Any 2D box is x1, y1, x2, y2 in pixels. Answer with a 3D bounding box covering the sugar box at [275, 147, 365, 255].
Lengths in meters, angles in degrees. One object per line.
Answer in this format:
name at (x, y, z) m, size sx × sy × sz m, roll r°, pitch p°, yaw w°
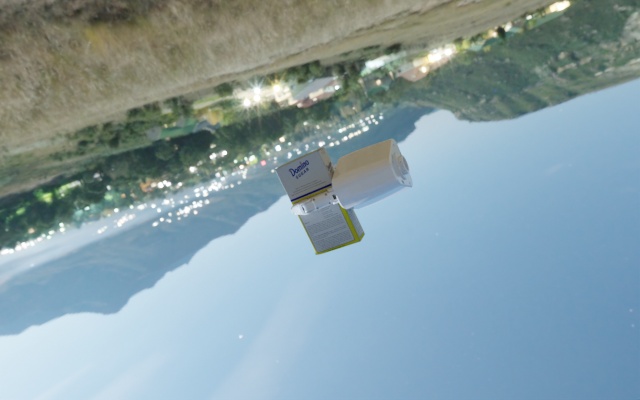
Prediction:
sugar box at (0.000, 0.003, 0.850) m, size 0.093 × 0.176 × 0.048 m, roll -21°, pitch 7°, yaw 24°
